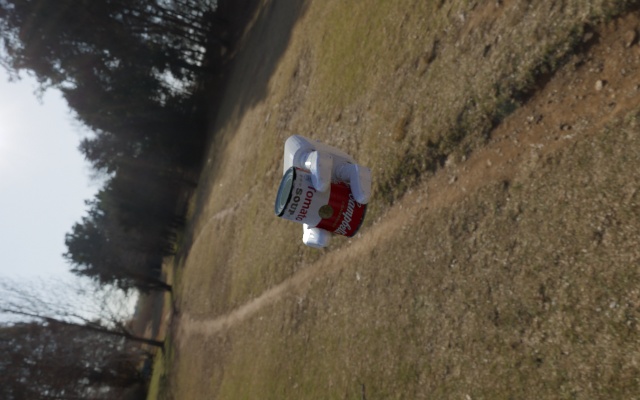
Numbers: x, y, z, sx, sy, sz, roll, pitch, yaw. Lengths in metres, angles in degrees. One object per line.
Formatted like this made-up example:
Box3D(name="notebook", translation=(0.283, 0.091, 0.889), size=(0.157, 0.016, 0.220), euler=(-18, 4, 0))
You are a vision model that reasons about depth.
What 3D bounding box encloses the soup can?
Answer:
Box3D(name="soup can", translation=(0.000, 0.002, 0.610), size=(0.102, 0.068, 0.068), euler=(17, -5, -18))
